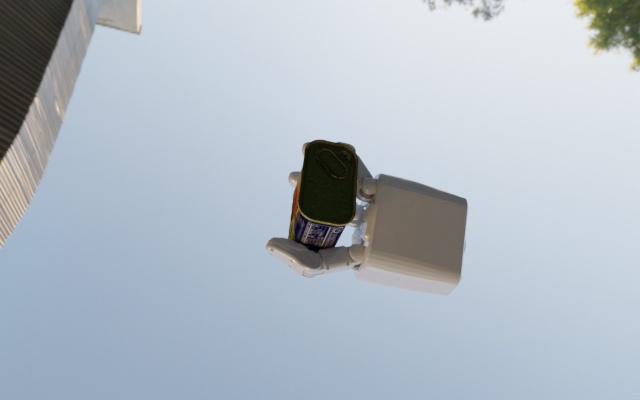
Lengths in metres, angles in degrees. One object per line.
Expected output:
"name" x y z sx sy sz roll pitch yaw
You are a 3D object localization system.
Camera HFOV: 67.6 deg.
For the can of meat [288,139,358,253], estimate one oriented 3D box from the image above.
"can of meat" 0.000 0.002 0.508 0.057 0.102 0.084 11 -35 -8
